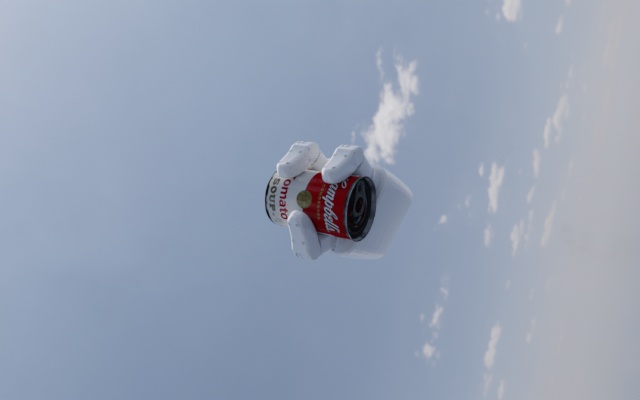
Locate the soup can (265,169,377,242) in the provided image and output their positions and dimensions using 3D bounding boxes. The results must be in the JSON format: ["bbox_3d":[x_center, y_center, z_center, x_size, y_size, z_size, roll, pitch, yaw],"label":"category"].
[{"bbox_3d":[0.000,0.002,0.512,0.102,0.068,0.068,9,5,31],"label":"soup can"}]
